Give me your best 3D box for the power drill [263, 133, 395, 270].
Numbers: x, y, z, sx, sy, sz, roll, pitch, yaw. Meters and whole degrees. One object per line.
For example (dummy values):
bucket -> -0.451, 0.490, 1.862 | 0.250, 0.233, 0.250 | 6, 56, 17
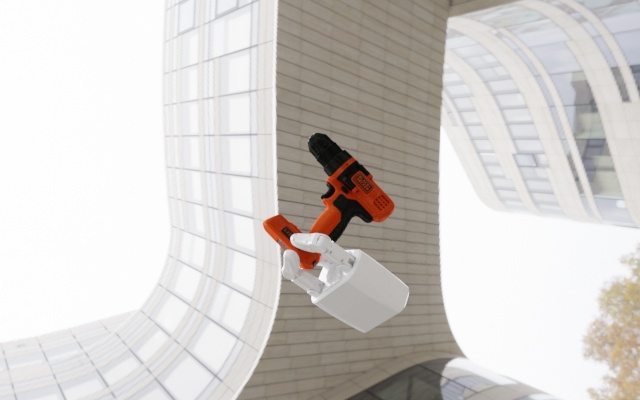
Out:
power drill -> 0.000, 0.003, 0.764 | 0.187, 0.184, 0.057 | -42, -7, -15
